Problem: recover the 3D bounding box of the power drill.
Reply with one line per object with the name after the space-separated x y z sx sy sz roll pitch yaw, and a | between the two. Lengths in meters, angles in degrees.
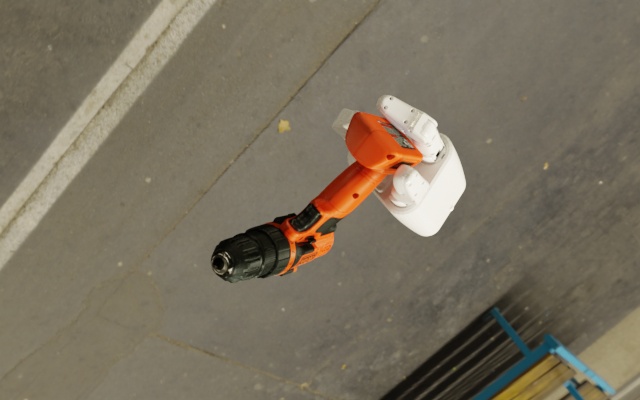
0.001 0.001 0.455 0.188 0.057 0.184 -44 -14 23 | power drill
